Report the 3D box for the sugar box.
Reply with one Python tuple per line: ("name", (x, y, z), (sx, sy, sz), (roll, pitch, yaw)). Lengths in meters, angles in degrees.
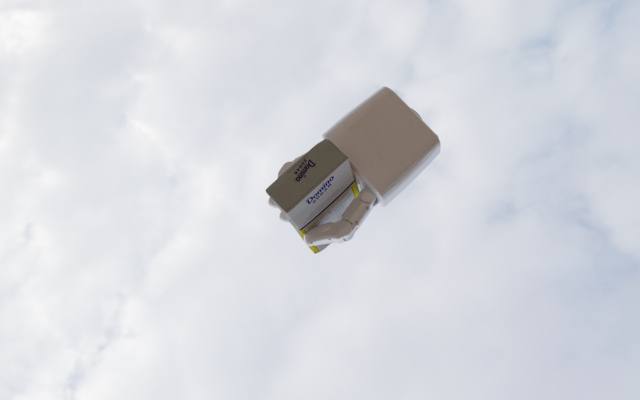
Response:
("sugar box", (0.000, 0.002, 0.594), (0.048, 0.093, 0.176), (45, -8, 25))
